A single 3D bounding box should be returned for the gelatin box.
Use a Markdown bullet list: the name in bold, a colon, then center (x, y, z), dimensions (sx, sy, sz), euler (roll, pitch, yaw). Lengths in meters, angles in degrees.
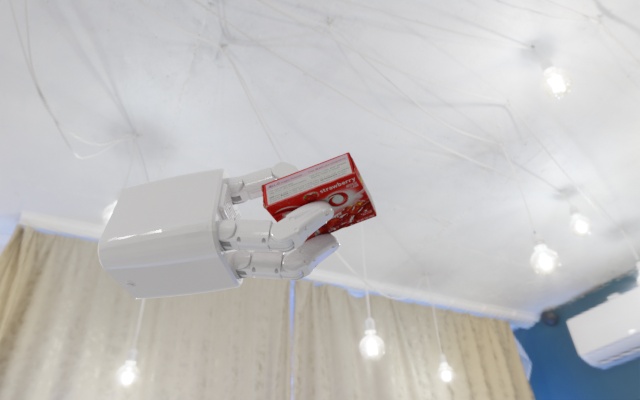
- **gelatin box**: center (0.000, 0.001, 0.447), dimensions (0.089, 0.030, 0.073), euler (-21, -39, 10)
